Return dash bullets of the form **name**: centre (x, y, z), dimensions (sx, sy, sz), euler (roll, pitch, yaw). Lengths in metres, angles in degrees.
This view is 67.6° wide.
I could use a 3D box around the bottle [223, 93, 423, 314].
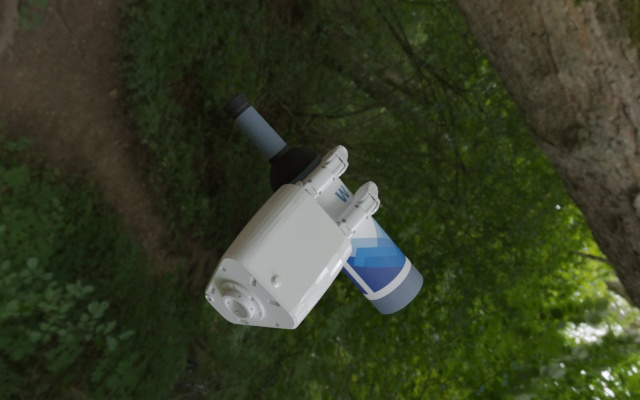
- **bottle**: centre (0.000, 0.002, 0.539), dimensions (0.069, 0.296, 0.069), euler (-39, 11, 9)
